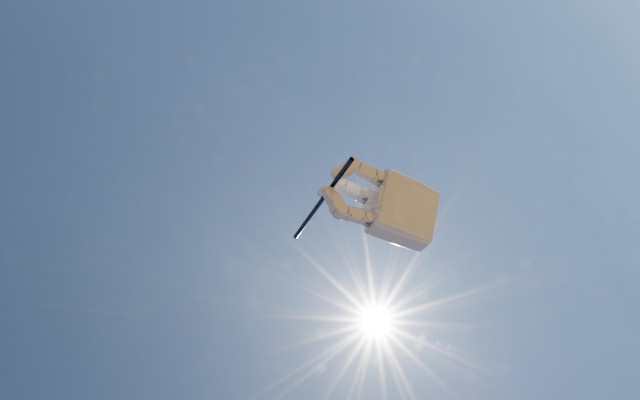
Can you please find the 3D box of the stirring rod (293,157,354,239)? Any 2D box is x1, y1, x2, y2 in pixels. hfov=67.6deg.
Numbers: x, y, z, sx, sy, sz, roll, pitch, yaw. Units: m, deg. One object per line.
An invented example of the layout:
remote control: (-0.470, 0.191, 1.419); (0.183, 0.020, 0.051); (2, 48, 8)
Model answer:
stirring rod: (0.000, 0.003, 0.813); (0.011, 0.011, 0.240); (0, -33, -28)
